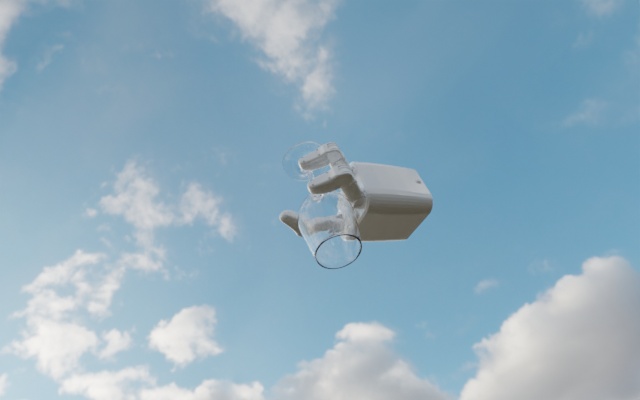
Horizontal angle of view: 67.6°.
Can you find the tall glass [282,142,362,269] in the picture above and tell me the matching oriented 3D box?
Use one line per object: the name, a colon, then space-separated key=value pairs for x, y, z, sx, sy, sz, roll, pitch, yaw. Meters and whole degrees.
tall glass: x=0.000 y=0.002 z=0.670 sx=0.079 sy=0.079 sz=0.201 roll=0 pitch=39 yaw=-17
